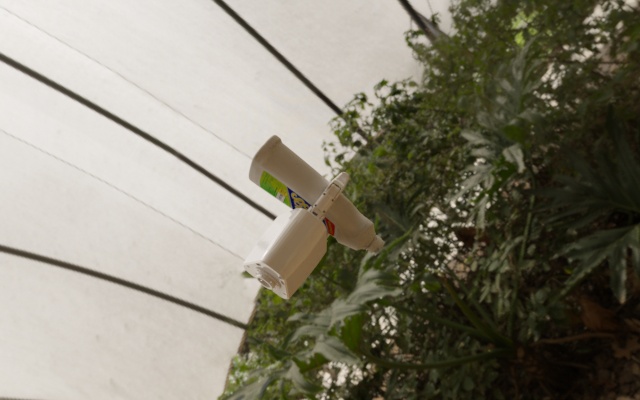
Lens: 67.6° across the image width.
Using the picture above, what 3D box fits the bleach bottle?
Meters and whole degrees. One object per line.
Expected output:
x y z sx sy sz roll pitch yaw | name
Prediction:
0.000 0.003 0.788 0.251 0.068 0.103 36 -26 2 | bleach bottle
